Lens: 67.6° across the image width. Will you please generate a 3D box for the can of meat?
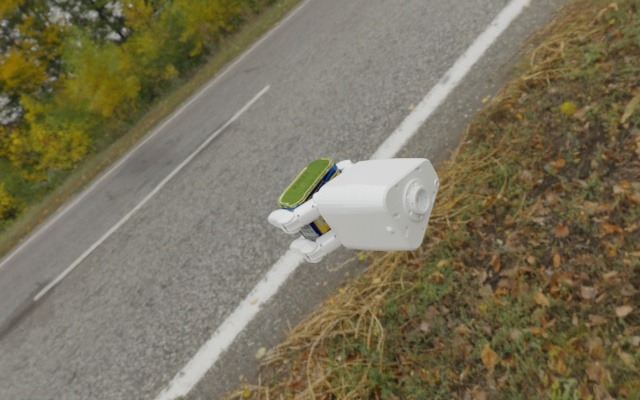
[{"bbox_3d":[0.000,0.002,0.665,0.057,0.084,0.102,3,46,49],"label":"can of meat"}]
